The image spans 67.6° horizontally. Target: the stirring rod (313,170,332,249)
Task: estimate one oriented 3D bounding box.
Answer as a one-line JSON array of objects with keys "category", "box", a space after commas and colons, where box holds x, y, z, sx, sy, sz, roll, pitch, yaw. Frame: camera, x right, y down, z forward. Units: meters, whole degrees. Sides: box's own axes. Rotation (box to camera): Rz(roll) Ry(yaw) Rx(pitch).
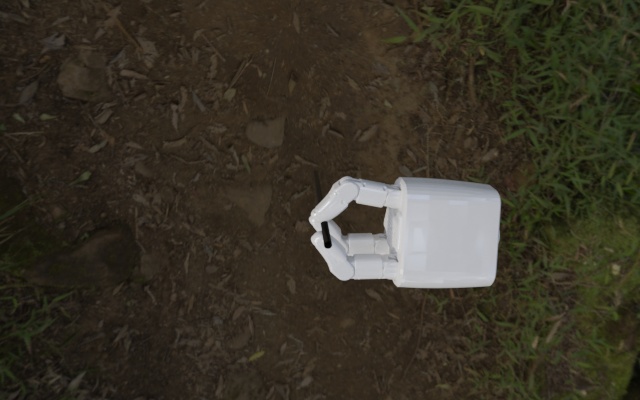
[{"category": "stirring rod", "box": [0.000, 0.002, 0.574, 0.011, 0.011, 0.239, 0, 20, -4]}]
